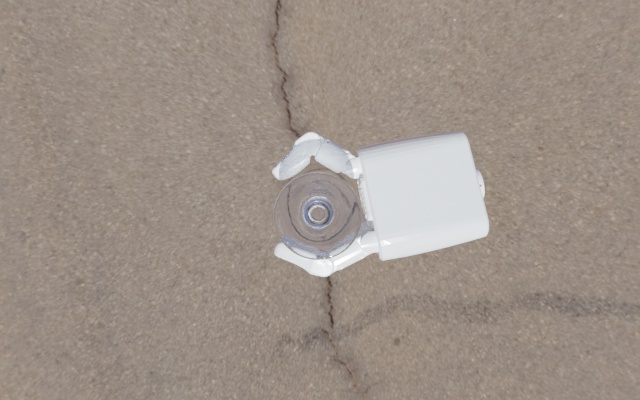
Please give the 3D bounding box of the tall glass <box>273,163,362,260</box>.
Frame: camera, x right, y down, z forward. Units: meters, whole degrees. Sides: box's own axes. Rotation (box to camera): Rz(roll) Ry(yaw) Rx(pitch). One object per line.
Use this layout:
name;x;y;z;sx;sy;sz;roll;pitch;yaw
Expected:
tall glass;0.000;0.002;0.495;0.079;0.079;0.201;0;7;1
